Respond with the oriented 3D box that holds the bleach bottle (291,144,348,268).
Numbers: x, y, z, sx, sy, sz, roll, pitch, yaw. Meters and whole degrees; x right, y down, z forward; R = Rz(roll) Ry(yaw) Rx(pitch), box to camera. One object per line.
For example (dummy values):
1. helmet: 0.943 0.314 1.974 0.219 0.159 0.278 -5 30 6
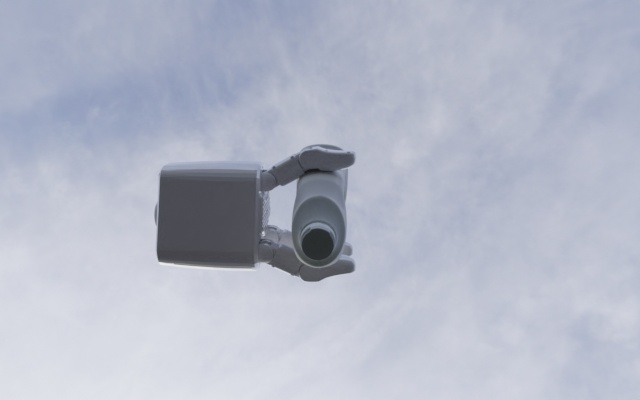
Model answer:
1. bleach bottle: 0.000 0.002 0.523 0.068 0.102 0.250 1 13 1
